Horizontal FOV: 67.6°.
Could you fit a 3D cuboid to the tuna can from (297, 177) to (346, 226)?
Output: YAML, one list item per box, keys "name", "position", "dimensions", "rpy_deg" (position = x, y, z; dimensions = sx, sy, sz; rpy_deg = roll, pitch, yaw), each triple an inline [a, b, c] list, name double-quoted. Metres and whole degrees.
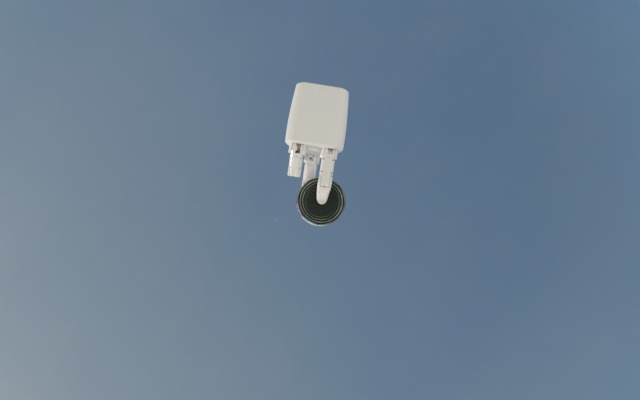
- name: "tuna can"
  position: [0.000, 0.003, 0.855]
  dimensions: [0.086, 0.086, 0.034]
  rpy_deg: [0, -8, -6]
